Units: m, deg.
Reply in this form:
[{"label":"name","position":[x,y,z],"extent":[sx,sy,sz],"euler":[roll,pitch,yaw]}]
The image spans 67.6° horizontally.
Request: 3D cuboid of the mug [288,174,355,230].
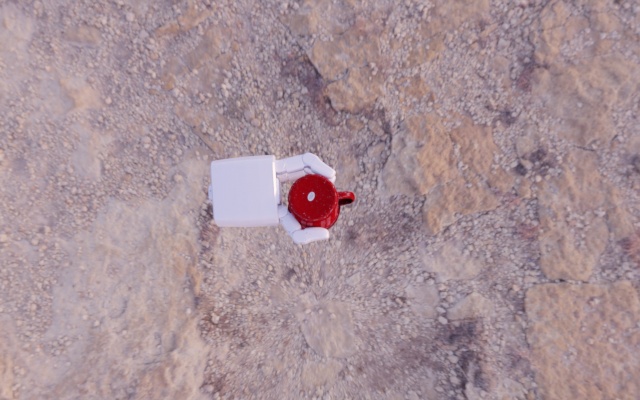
[{"label":"mug","position":[0.002,0.003,0.802],"extent":[0.117,0.093,0.081],"euler":[-6,-13,0]}]
